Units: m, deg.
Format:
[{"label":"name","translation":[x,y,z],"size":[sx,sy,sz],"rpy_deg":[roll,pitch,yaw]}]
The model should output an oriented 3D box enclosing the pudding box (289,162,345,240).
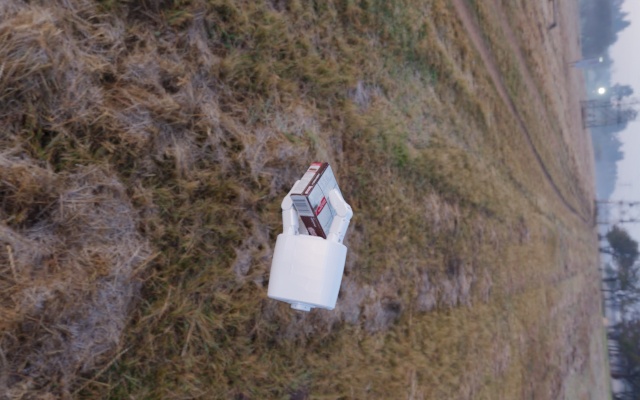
[{"label":"pudding box","translation":[0.000,0.003,0.837],"size":[0.039,0.114,0.090],"rpy_deg":[5,46,31]}]
